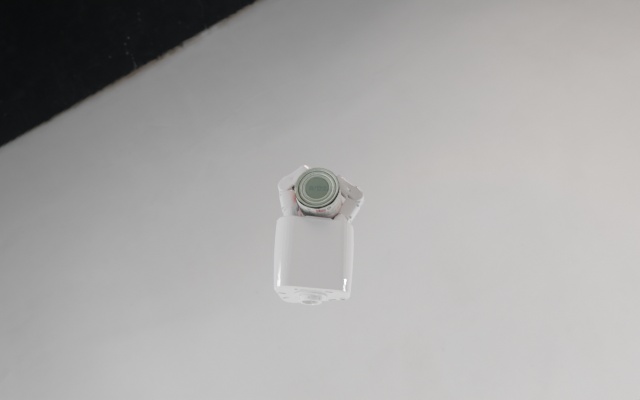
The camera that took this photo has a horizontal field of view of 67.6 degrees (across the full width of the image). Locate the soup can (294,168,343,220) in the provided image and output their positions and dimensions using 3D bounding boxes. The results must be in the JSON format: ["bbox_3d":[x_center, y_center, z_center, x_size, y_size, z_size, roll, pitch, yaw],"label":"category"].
[{"bbox_3d":[0.000,0.002,0.733,0.068,0.068,0.102,0,-25,7],"label":"soup can"}]
